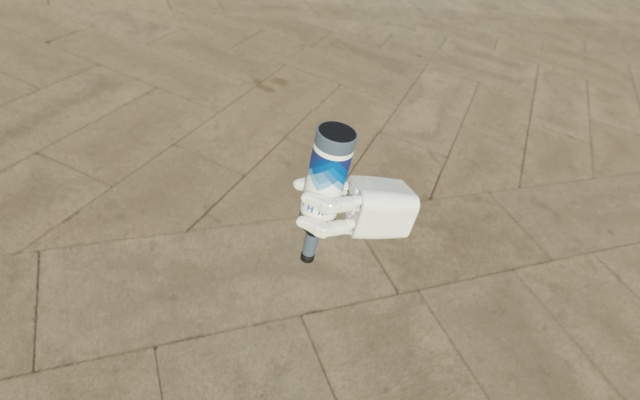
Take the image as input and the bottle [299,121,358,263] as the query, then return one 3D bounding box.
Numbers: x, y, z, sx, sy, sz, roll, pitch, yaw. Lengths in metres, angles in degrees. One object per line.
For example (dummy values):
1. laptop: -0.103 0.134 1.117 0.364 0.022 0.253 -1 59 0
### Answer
1. bottle: 0.000 0.003 0.847 0.069 0.296 0.069 8 39 -7
